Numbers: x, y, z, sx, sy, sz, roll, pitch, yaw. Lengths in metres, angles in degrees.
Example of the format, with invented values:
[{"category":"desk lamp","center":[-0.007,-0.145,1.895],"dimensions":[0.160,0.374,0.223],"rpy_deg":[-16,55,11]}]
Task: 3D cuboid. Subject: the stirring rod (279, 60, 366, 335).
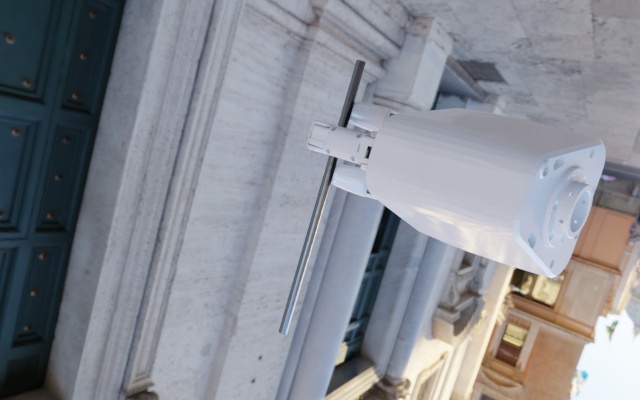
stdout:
[{"category":"stirring rod","center":[0.000,0.001,0.404],"dimensions":[0.011,0.239,0.011],"rpy_deg":[16,8,-2]}]
